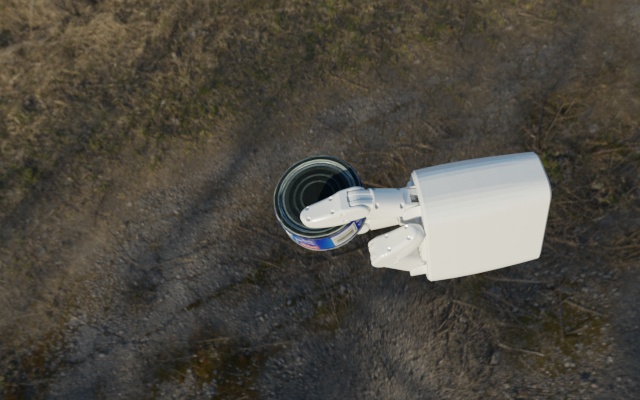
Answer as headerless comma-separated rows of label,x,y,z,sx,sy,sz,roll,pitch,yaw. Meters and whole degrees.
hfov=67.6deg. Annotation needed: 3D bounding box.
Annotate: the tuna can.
tuna can,0.000,0.001,0.447,0.086,0.086,0.034,0,-23,14
